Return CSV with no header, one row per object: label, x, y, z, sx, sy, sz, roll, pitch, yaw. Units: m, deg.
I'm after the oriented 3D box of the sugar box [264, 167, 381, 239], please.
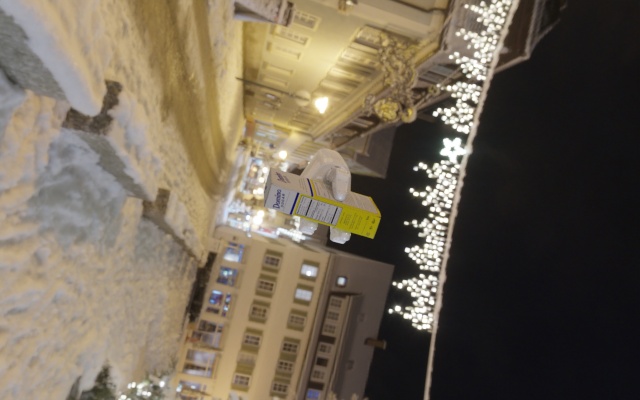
sugar box,0.000,0.003,0.745,0.176,0.048,0.093,15,17,-11
